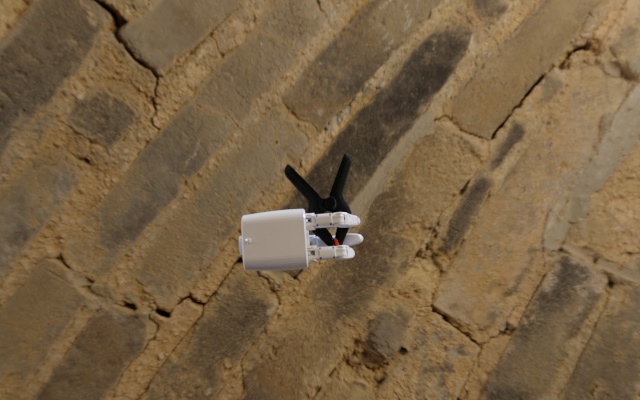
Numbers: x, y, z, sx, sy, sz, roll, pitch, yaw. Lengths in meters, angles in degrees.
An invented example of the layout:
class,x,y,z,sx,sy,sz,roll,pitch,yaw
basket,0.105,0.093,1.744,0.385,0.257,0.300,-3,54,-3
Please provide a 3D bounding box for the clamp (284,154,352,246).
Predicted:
class,x,y,z,sx,sy,sz,roll,pitch,yaw
clamp,0.000,0.003,0.842,0.120,0.171,0.039,-4,-12,-2
